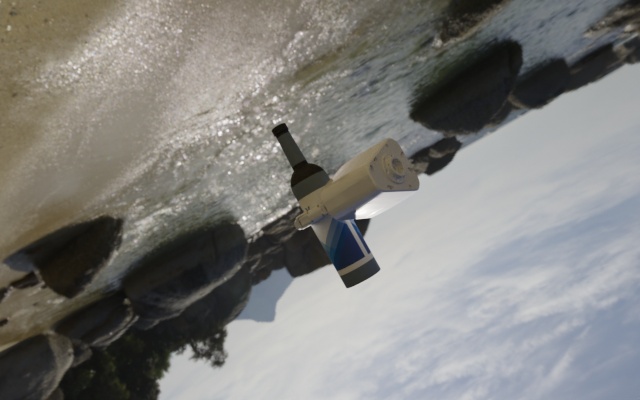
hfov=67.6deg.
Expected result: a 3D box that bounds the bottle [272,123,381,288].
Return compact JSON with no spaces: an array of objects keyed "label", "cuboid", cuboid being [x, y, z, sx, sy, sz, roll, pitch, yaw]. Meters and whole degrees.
[{"label":"bottle","cuboid":[0.000,0.003,0.806,0.069,0.295,0.069,-29,-3,-2]}]
